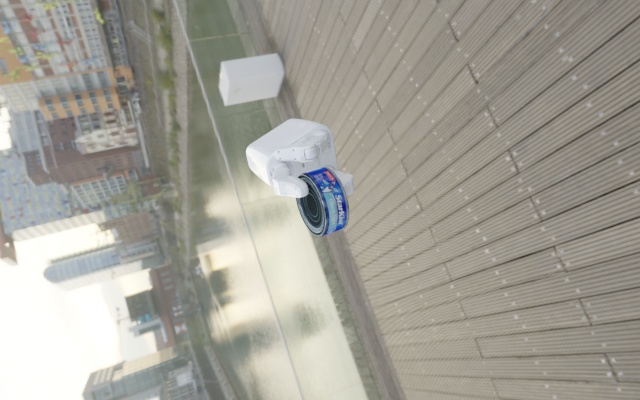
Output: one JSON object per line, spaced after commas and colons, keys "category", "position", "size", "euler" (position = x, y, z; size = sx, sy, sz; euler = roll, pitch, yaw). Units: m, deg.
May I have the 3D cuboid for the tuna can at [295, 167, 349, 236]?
{"category": "tuna can", "position": [0.000, 0.002, 0.613], "size": [0.034, 0.086, 0.086], "euler": [-18, 7, -25]}
